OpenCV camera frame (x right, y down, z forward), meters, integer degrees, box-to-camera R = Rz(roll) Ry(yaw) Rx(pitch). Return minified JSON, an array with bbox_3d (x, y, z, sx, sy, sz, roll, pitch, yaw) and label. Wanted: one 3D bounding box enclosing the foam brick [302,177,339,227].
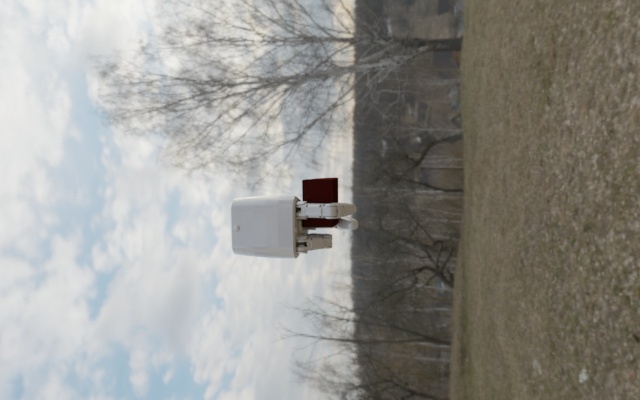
[{"bbox_3d":[0.000,0.002,0.773,0.051,0.078,0.053,0,5,12],"label":"foam brick"}]
